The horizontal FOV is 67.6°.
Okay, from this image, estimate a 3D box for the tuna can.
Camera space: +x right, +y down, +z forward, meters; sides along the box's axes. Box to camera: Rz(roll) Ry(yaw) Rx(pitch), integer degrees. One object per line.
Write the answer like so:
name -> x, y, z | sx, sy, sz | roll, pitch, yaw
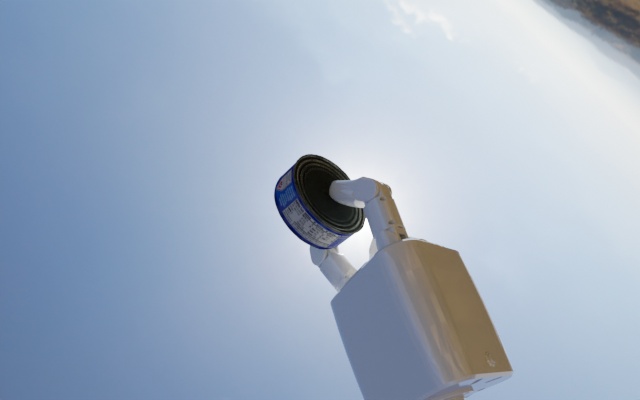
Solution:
tuna can -> 0.000, 0.002, 0.440 | 0.086, 0.086, 0.034 | 0, -32, -49
